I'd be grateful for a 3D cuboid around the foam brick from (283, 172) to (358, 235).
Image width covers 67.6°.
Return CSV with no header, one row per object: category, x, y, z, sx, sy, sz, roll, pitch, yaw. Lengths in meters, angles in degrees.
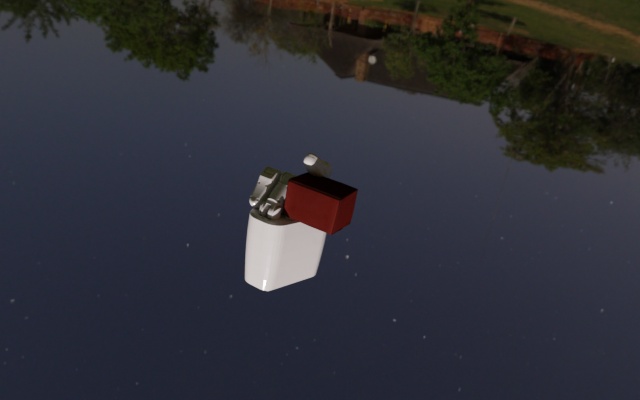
foam brick,0.000,0.002,0.615,0.078,0.051,0.053,21,24,25
